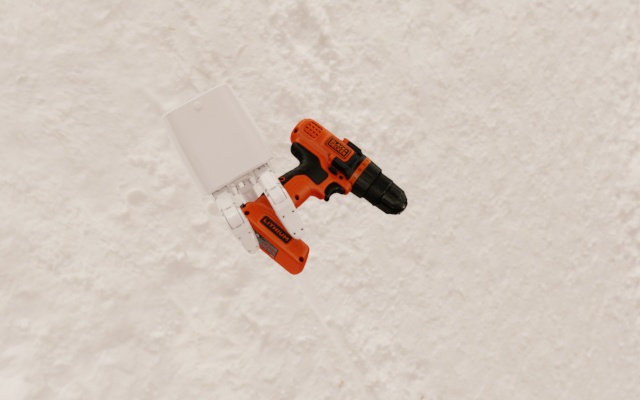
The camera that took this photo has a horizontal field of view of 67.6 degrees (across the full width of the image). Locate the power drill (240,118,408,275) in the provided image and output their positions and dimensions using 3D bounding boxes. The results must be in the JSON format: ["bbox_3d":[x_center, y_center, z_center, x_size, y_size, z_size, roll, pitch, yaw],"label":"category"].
[{"bbox_3d":[0.000,0.002,0.612,0.184,0.187,0.057,37,-29,7],"label":"power drill"}]
